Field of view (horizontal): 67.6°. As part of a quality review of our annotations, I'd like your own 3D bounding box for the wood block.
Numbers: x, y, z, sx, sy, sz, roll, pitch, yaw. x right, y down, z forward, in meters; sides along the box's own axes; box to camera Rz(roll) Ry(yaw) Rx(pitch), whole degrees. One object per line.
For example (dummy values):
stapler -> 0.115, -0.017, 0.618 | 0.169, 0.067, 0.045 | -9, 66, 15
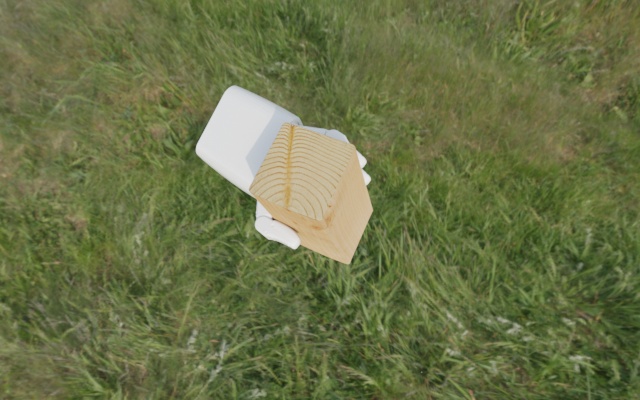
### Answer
wood block -> 0.000, 0.002, 0.591 | 0.090, 0.091, 0.206 | 22, -14, 18
